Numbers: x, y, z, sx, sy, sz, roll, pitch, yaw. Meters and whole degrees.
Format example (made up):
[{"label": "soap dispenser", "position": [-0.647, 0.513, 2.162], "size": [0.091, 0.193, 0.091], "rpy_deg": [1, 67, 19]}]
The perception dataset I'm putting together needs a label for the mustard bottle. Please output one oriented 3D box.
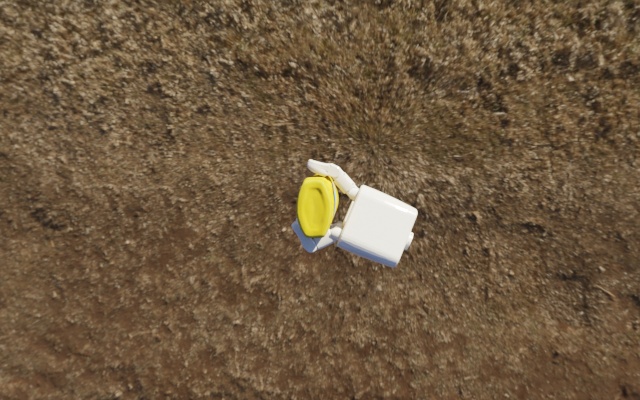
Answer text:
[{"label": "mustard bottle", "position": [0.000, 0.003, 0.837], "size": [0.058, 0.096, 0.191], "rpy_deg": [-2, 6, 6]}]
